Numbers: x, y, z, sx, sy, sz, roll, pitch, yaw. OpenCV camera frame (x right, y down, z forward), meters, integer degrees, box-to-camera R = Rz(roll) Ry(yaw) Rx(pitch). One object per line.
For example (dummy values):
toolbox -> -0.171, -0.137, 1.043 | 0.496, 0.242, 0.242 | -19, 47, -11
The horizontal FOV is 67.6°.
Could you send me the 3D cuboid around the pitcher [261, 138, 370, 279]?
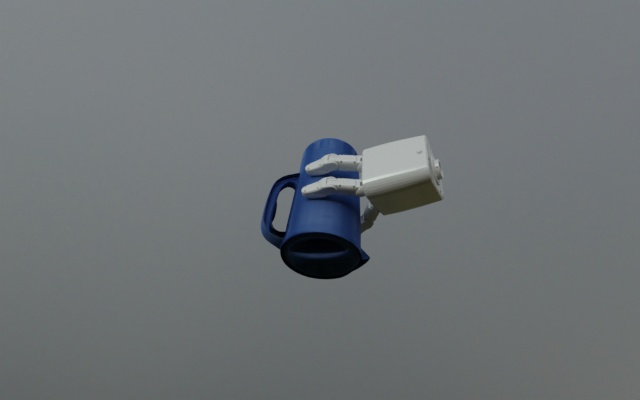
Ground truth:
pitcher -> 0.000, 0.003, 0.840 | 0.145, 0.242, 0.149 | -16, -46, 23
